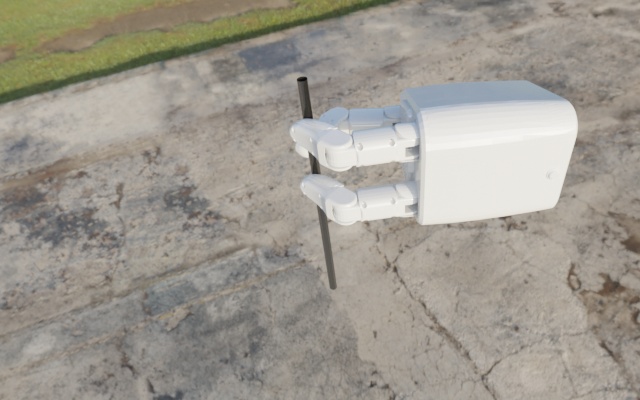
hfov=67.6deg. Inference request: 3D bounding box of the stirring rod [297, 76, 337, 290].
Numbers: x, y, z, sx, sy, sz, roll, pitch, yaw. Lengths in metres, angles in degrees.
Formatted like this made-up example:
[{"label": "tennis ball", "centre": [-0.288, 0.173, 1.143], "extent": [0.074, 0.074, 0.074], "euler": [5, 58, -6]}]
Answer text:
[{"label": "stirring rod", "centre": [0.000, 0.001, 0.427], "extent": [0.011, 0.240, 0.011], "euler": [-5, 41, 4]}]
